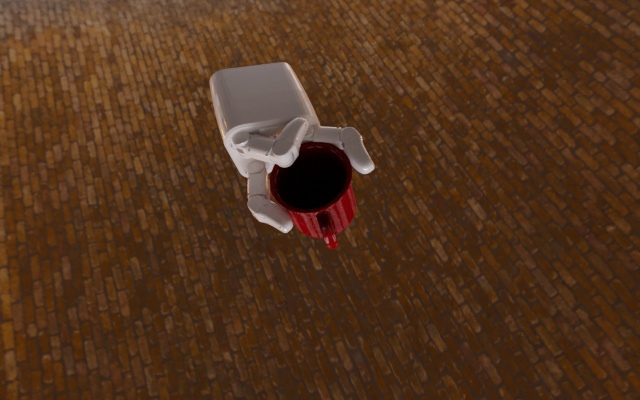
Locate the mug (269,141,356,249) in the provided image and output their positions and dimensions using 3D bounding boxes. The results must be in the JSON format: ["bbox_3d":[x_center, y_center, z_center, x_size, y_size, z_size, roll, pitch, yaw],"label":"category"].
[{"bbox_3d":[0.001,0.003,0.548,0.093,0.117,0.081,-20,-31,1],"label":"mug"}]
